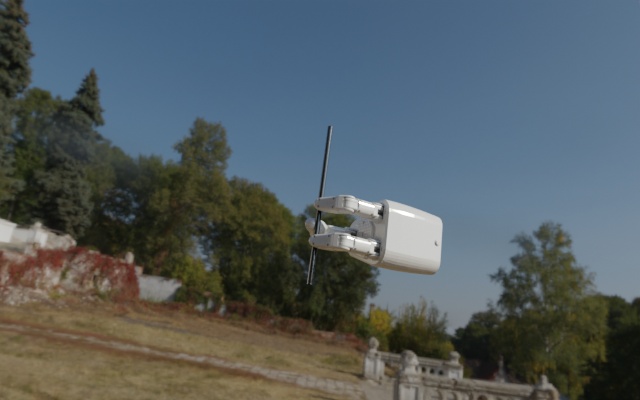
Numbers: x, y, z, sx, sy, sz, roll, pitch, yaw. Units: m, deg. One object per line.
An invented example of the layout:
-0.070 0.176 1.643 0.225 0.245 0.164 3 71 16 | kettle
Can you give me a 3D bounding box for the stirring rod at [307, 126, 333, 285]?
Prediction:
0.000 0.002 0.697 0.011 0.239 0.011 7 -16 2 | stirring rod
